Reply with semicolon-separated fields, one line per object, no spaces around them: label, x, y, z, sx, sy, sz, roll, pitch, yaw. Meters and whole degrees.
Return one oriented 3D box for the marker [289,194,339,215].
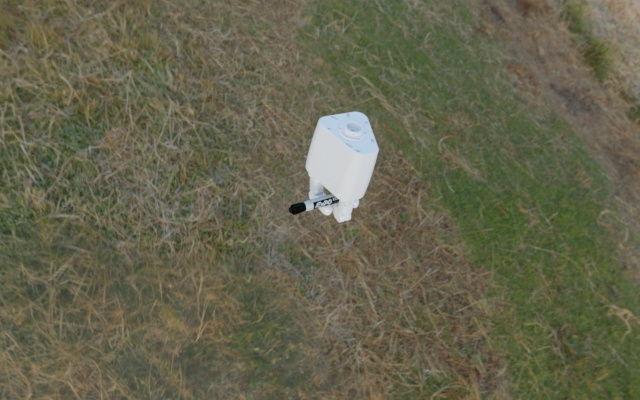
marker;0.000;0.003;0.832;0.121;0.020;0.020;-15;7;-26
